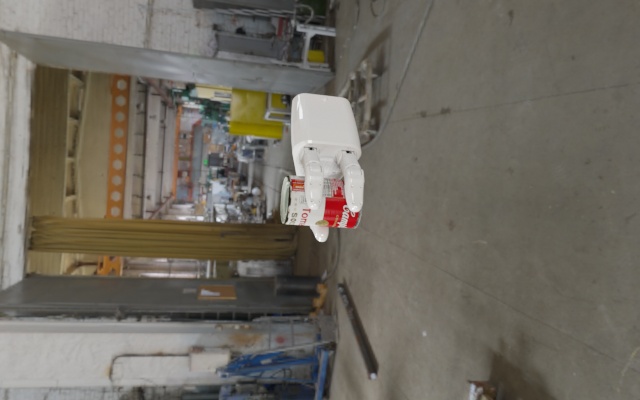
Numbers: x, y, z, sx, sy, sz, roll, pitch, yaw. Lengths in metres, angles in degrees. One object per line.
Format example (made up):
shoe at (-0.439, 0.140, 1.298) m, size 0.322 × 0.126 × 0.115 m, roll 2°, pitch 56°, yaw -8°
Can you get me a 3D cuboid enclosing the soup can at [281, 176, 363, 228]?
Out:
soup can at (0.000, 0.003, 0.660) m, size 0.102 × 0.068 × 0.068 m, roll 4°, pitch -1°, yaw -13°
